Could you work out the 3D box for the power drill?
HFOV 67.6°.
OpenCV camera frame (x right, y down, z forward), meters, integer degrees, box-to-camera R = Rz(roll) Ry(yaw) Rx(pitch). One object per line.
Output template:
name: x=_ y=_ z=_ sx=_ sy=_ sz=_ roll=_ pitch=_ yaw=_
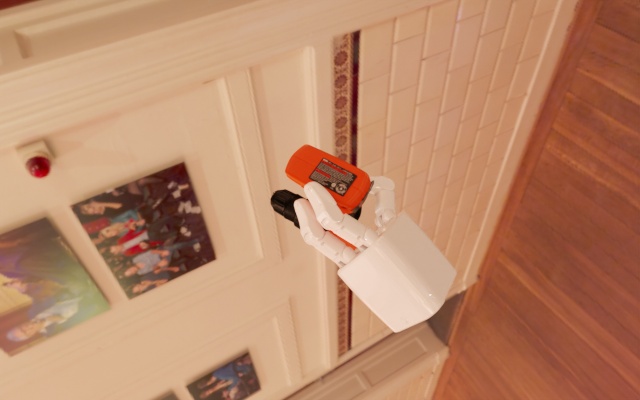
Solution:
power drill: x=0.000 y=0.002 z=0.664 sx=0.184 sy=0.057 sz=0.188 roll=26 pitch=-22 yaw=15
